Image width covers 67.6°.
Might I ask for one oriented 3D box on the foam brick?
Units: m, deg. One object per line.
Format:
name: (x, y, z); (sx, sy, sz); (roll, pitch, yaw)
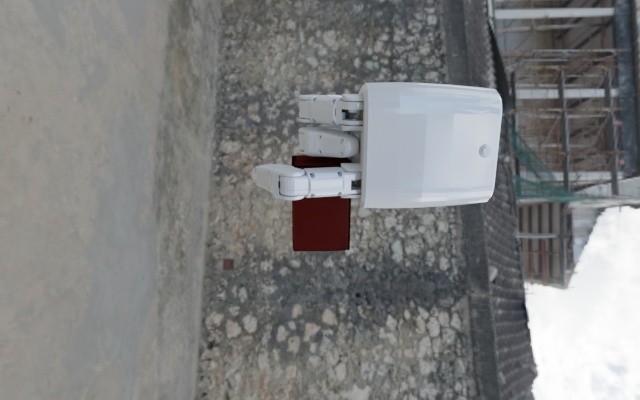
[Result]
foam brick: (0.000, 0.002, 0.426); (0.051, 0.078, 0.053); (0, 16, -3)
